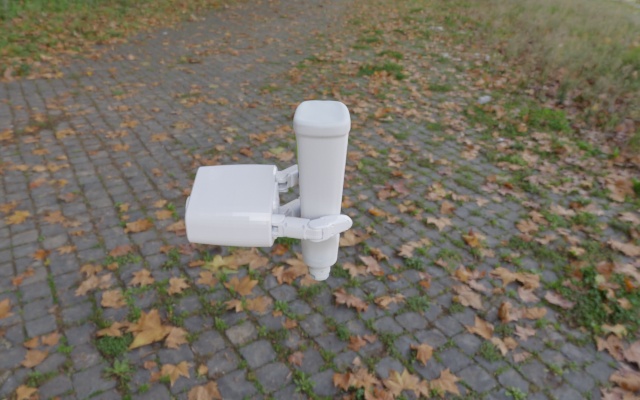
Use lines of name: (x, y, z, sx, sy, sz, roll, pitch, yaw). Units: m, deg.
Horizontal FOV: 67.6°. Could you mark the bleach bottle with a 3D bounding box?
bleach bottle: (0.000, 0.002, 0.635, 0.068, 0.251, 0.102, 1, 28, 1)
